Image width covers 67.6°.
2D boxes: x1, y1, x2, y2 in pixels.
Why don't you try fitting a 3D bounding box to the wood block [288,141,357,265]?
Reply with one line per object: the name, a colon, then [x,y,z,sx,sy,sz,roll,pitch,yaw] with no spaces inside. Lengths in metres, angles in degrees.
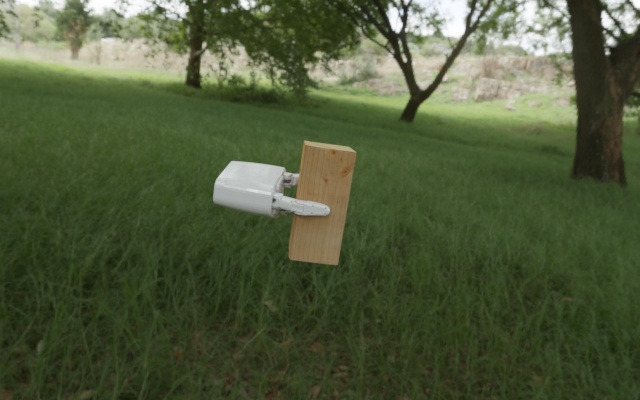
wood block: [0.000,0.003,0.872,0.090,0.206,0.091,7,12,-6]
